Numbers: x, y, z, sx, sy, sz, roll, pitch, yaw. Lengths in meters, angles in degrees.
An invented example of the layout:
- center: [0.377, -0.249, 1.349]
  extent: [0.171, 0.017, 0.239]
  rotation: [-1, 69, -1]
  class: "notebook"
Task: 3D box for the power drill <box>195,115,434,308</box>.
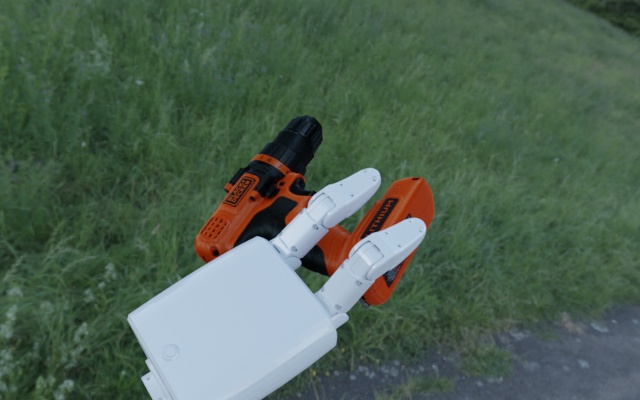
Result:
- center: [0.000, 0.002, 0.425]
  extent: [0.187, 0.184, 0.057]
  rotation: [15, -29, 36]
  class: "power drill"
